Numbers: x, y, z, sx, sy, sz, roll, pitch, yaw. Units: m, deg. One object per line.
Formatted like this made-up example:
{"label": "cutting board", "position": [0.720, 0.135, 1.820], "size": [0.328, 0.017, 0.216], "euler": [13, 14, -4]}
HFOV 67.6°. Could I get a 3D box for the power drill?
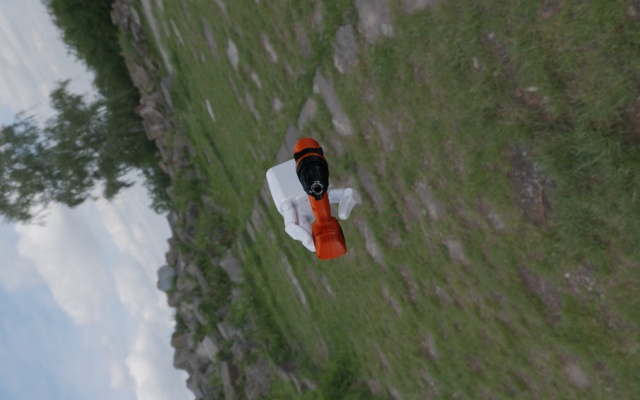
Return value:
{"label": "power drill", "position": [0.000, 0.003, 0.803], "size": [0.057, 0.188, 0.184], "euler": [-11, 27, 1]}
